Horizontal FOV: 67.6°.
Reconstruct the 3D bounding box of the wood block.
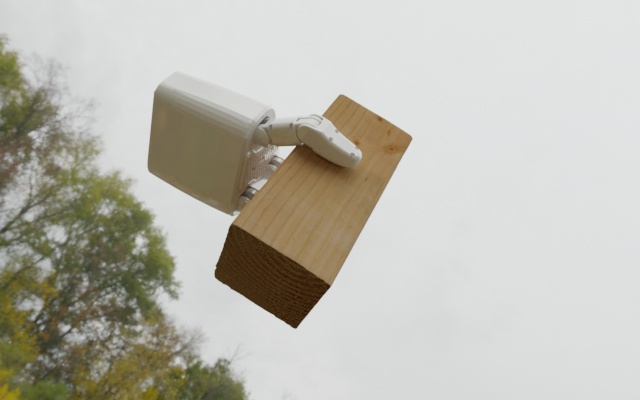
[{"bbox_3d":[0.000,0.001,0.451,0.090,0.206,0.091,32,-41,2],"label":"wood block"}]
